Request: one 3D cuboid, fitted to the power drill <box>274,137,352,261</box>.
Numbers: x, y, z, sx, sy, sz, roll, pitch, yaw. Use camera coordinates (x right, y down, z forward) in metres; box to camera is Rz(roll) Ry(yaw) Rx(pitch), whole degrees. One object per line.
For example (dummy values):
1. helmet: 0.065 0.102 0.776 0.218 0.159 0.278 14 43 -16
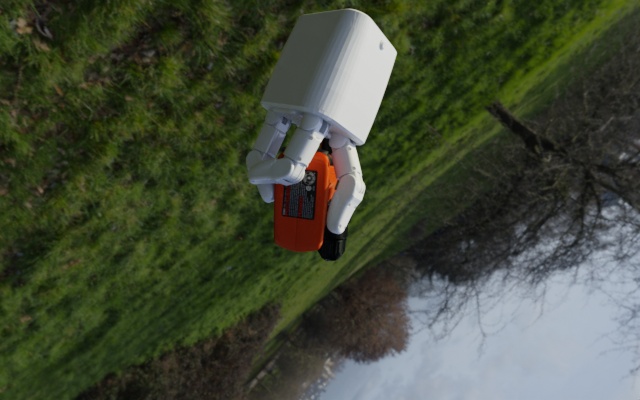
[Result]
1. power drill: 0.000 0.002 0.568 0.057 0.184 0.187 4 10 13
